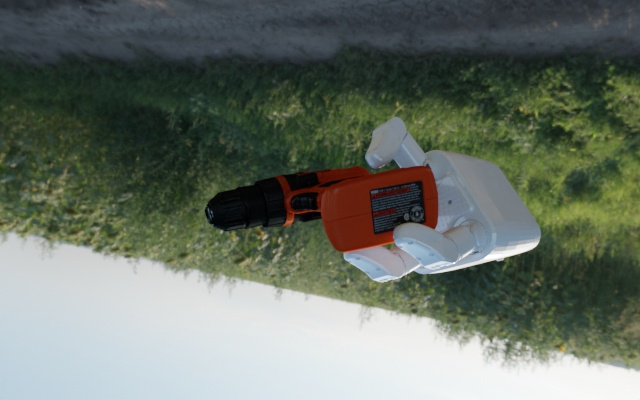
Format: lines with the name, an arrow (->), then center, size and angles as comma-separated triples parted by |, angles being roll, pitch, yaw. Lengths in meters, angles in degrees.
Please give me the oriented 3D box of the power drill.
power drill -> 0.001, 0.001, 0.440 | 0.184, 0.057, 0.187 | -13, 11, -24
